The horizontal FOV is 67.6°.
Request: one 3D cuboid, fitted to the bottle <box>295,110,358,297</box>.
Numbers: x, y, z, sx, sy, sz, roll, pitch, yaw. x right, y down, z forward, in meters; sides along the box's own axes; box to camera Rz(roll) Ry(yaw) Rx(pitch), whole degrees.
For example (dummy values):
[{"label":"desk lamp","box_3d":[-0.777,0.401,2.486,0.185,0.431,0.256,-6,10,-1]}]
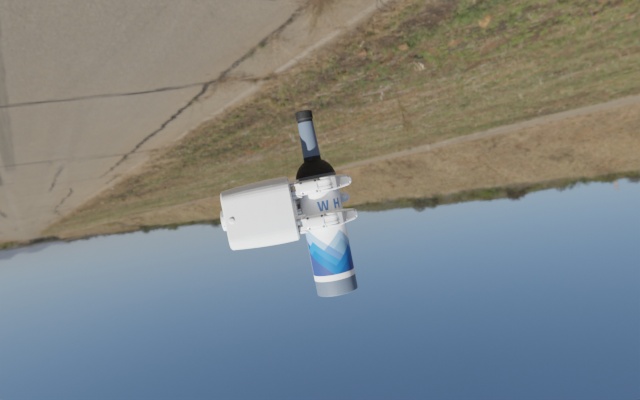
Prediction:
[{"label":"bottle","box_3d":[0.000,0.003,0.770,0.069,0.296,0.069,-11,2,0]}]
